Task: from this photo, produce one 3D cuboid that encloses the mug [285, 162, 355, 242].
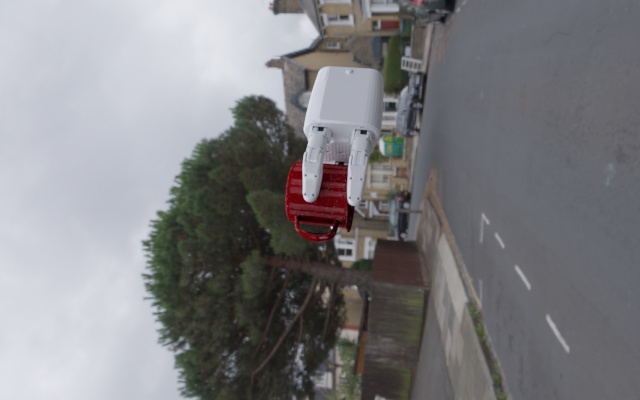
[{"bbox_3d":[0.000,0.003,0.621,0.081,0.117,0.093,5,-33,9],"label":"mug"}]
